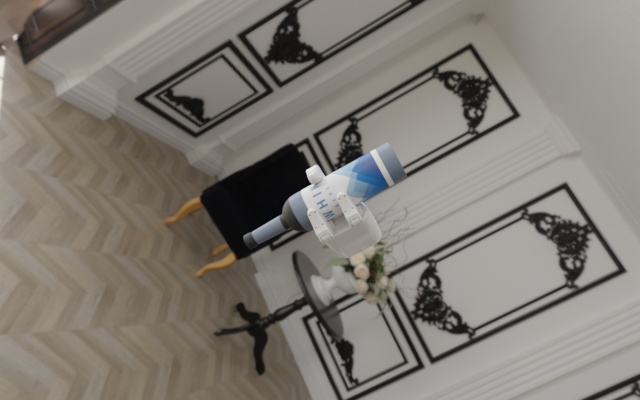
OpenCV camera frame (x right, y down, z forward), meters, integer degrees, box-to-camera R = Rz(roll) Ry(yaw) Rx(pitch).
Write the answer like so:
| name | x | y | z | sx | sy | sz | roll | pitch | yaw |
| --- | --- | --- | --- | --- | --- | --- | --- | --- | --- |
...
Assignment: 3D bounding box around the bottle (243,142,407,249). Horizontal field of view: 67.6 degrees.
| name | x | y | z | sx | sy | sz | roll | pitch | yaw |
| --- | --- | --- | --- | --- | --- | --- | --- | --- | --- |
| bottle | 0.000 | 0.002 | 0.810 | 0.296 | 0.069 | 0.069 | -29 | -5 | 8 |
